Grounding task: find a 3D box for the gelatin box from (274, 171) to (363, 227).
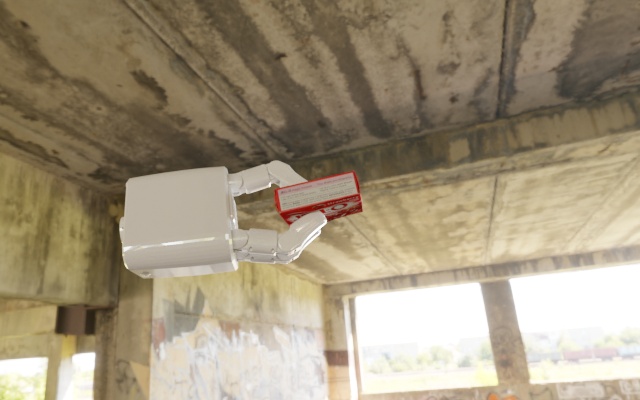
[{"bbox_3d":[0.000,0.001,0.521,0.089,0.030,0.073,-14,-17,3],"label":"gelatin box"}]
